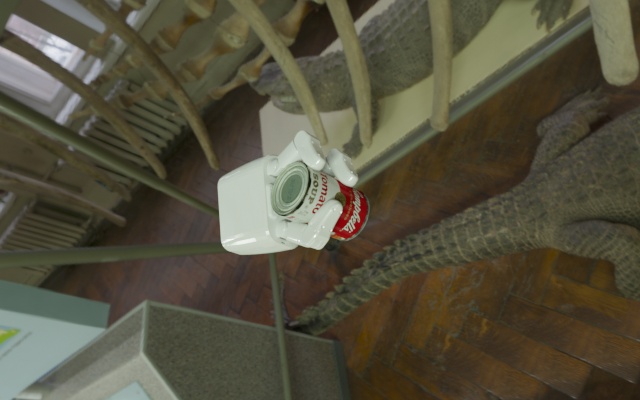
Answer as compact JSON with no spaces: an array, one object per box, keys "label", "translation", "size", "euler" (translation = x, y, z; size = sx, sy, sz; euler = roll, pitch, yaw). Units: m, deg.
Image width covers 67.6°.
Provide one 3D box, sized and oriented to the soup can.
[{"label":"soup can","translation":[0.000,0.002,0.570],"size":[0.102,0.068,0.068],"euler":[25,-16,-39]}]
